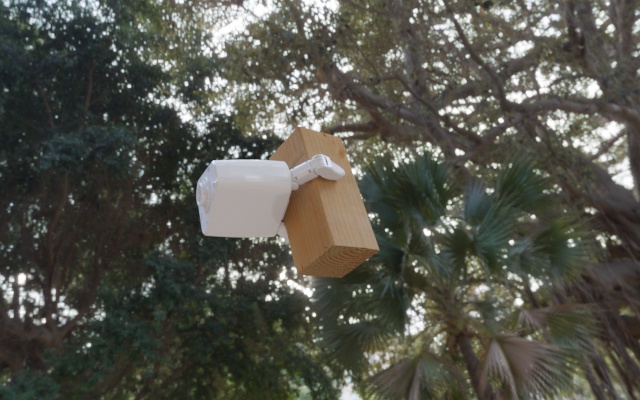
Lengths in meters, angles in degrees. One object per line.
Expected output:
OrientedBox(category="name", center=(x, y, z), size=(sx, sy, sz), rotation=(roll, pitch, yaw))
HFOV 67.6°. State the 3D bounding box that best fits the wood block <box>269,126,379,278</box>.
OrientedBox(category="wood block", center=(0.000, 0.002, 0.720), size=(0.090, 0.206, 0.091), rotation=(10, -39, -38))
